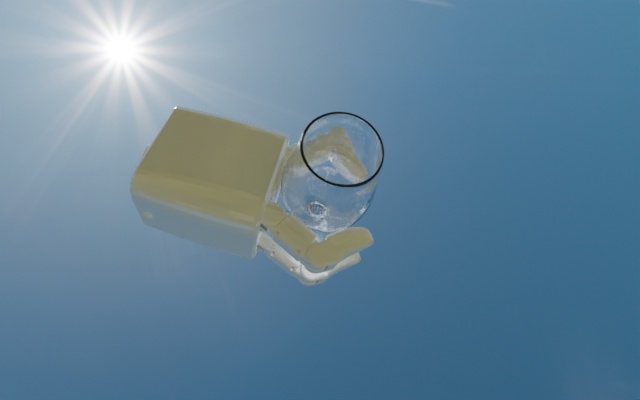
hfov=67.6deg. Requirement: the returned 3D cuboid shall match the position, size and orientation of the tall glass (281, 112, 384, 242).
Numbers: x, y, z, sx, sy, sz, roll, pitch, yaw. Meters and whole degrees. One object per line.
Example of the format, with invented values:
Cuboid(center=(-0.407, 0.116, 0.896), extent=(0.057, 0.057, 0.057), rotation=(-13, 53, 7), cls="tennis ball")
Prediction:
Cuboid(center=(0.000, 0.002, 0.430), extent=(0.079, 0.079, 0.201), rotation=(0, -23, -10), cls="tall glass")
